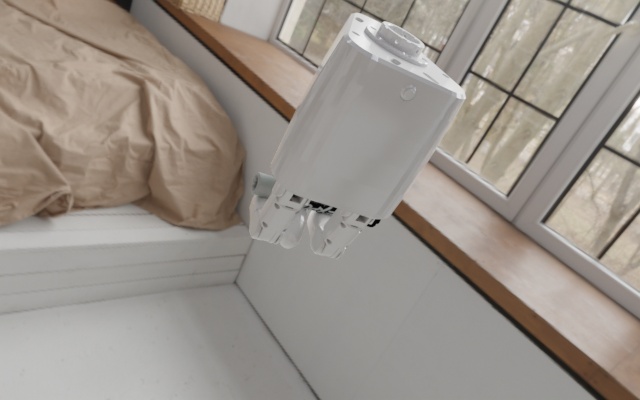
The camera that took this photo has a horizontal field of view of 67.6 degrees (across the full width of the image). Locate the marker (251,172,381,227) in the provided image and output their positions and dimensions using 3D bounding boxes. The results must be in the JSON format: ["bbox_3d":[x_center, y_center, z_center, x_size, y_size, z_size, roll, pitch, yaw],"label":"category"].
[{"bbox_3d":[0.000,0.001,0.410,0.121,0.020,0.020,17,-7,-23],"label":"marker"}]
